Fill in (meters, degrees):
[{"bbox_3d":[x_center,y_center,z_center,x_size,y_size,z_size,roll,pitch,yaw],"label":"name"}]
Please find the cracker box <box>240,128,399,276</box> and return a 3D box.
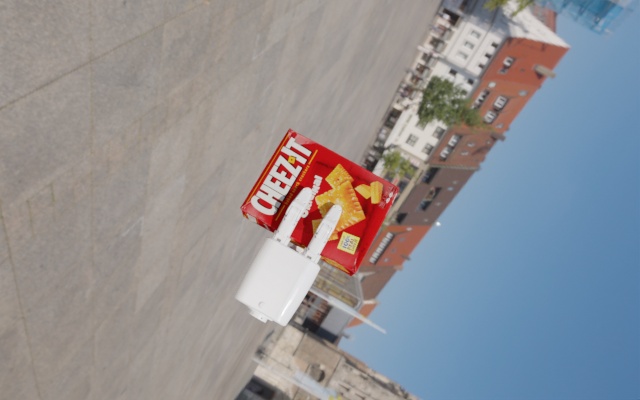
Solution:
[{"bbox_3d":[0.000,0.003,0.798,0.213,0.164,0.072,29,-14,3],"label":"cracker box"}]
